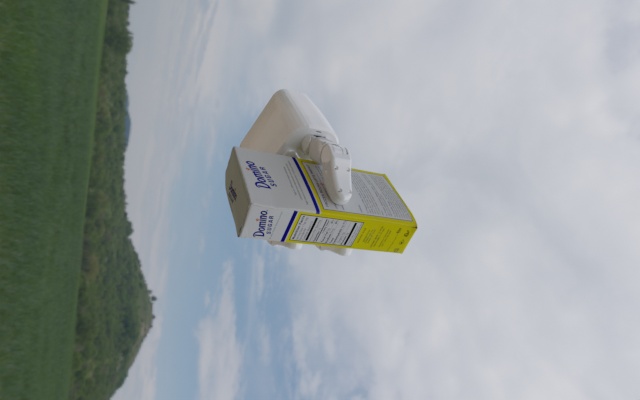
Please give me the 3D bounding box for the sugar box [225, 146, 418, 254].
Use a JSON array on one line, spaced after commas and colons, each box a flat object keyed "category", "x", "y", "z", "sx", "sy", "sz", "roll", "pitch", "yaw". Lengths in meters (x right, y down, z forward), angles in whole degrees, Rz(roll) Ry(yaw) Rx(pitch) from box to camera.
[{"category": "sugar box", "x": 0.000, "y": 0.002, "z": 0.468, "sx": 0.176, "sy": 0.048, "sz": 0.093, "roll": 7, "pitch": 34, "yaw": -25}]
